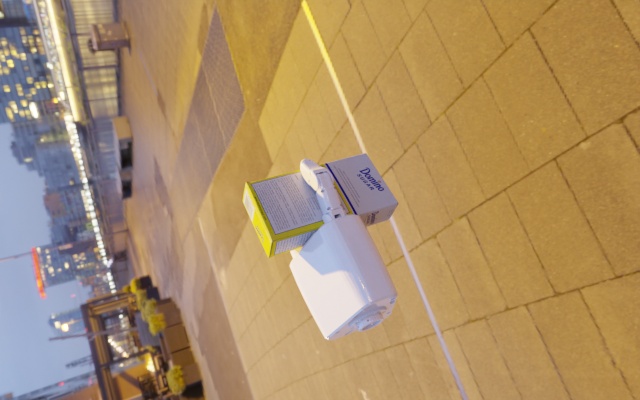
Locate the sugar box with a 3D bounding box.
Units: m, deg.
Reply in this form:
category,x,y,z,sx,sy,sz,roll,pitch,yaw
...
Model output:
category,x,y,z,sx,sy,sz,roll,pitch,yaw
sugar box,0.000,0.002,0.608,0.176,0.093,0.048,-14,-32,-25
